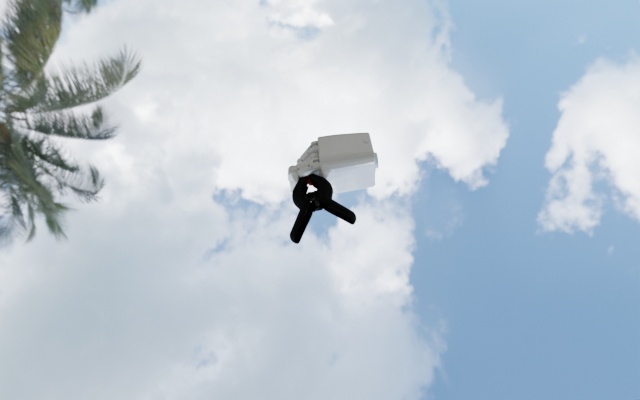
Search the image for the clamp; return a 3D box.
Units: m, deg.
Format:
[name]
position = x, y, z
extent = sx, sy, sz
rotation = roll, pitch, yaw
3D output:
[clamp]
position = 0.000, 0.003, 0.883
extent = 0.120, 0.171, 0.039
rotation = -9, -45, 3
